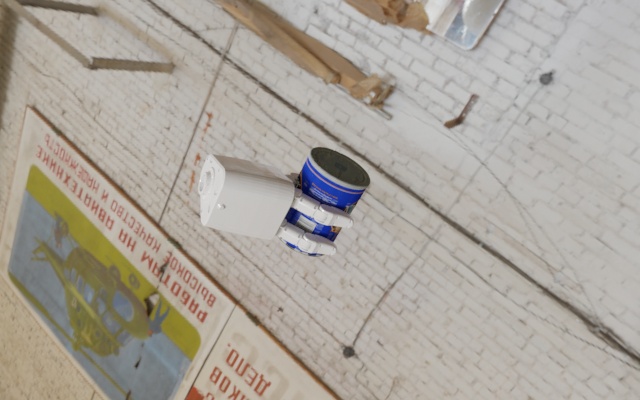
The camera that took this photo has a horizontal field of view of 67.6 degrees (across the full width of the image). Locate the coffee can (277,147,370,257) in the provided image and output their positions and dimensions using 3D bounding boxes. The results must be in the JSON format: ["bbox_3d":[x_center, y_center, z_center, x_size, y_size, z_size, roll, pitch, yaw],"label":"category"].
[{"bbox_3d":[0.000,0.002,0.748,0.103,0.140,0.102,23,27,-12],"label":"coffee can"}]
